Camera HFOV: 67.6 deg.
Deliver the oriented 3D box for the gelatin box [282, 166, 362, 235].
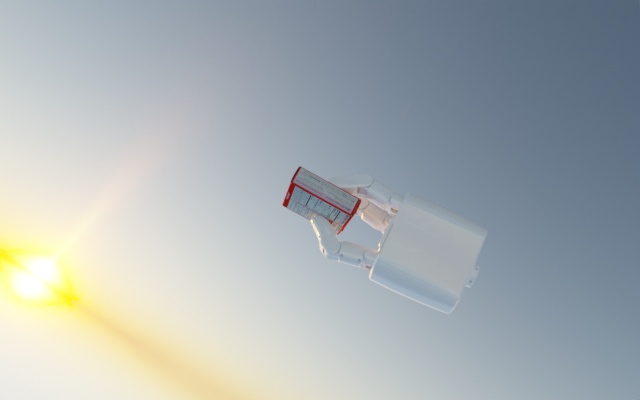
[{"bbox_3d":[0.000,0.002,0.610,0.089,0.030,0.073,28,-26,0],"label":"gelatin box"}]
